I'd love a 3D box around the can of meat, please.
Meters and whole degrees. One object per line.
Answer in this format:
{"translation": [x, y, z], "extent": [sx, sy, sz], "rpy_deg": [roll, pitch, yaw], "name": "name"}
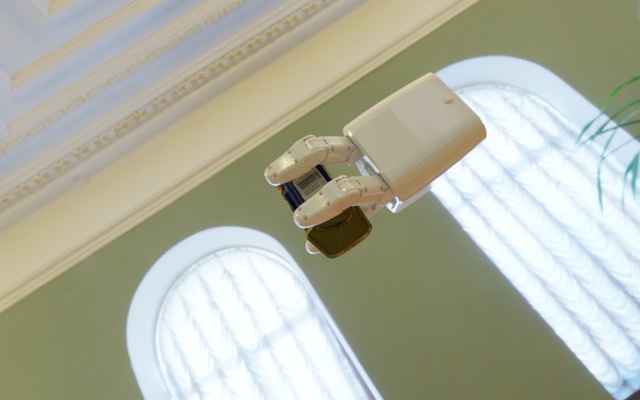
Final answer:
{"translation": [0.000, 0.001, 0.486], "extent": [0.057, 0.084, 0.102], "rpy_deg": [-36, -27, 2], "name": "can of meat"}
